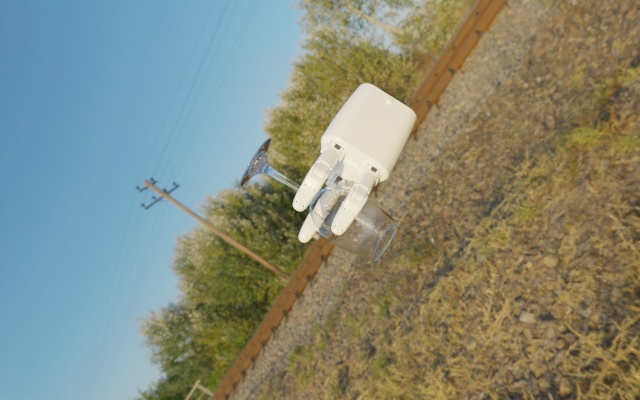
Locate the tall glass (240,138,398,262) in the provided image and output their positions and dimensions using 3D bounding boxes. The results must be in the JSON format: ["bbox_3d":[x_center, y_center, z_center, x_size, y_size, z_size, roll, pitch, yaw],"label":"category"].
[{"bbox_3d":[-0.001,0.002,0.623,0.201,0.079,0.079,32,0,-1],"label":"tall glass"}]
